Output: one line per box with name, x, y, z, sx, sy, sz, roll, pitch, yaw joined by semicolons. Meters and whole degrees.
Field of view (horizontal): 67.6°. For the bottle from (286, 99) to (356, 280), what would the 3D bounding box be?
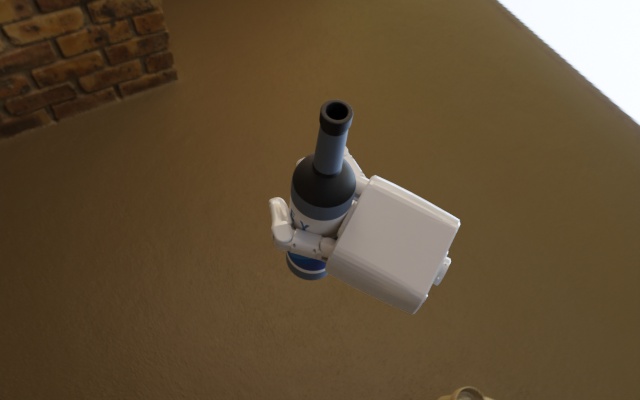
bottle;0.000;0.002;0.520;0.069;0.069;0.296;0;-31;-6
